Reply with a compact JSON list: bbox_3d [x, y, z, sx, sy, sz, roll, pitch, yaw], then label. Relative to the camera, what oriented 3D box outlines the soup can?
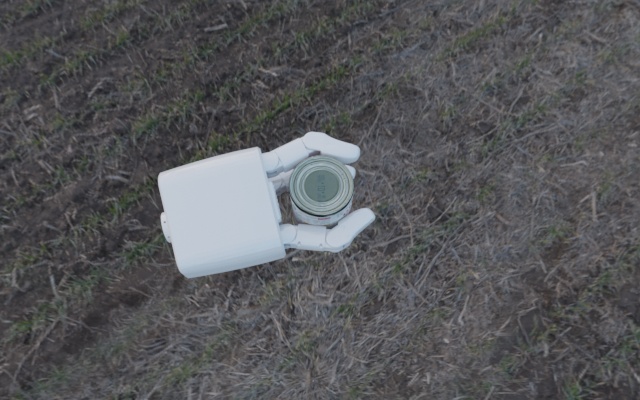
[{"bbox_3d":[0.001,0.002,0.520,0.068,0.068,0.102,0,-21,-1],"label":"soup can"}]
